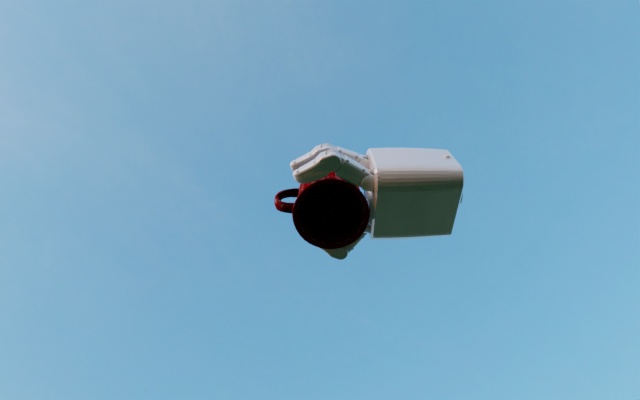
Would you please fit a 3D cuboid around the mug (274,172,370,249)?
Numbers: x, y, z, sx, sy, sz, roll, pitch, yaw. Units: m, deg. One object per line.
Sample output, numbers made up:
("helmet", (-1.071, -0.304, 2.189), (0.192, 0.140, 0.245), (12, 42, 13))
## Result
("mug", (-0.001, 0.002, 0.607), (0.117, 0.093, 0.081), (0, 24, -1))
